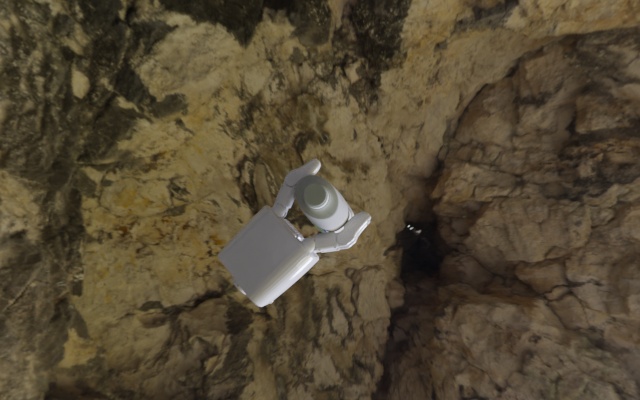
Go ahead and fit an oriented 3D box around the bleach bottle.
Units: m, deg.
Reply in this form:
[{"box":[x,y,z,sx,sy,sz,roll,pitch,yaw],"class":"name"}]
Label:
[{"box":[0.000,0.002,0.706,0.068,0.102,0.251,-43,-9,-1],"class":"bleach bottle"}]
